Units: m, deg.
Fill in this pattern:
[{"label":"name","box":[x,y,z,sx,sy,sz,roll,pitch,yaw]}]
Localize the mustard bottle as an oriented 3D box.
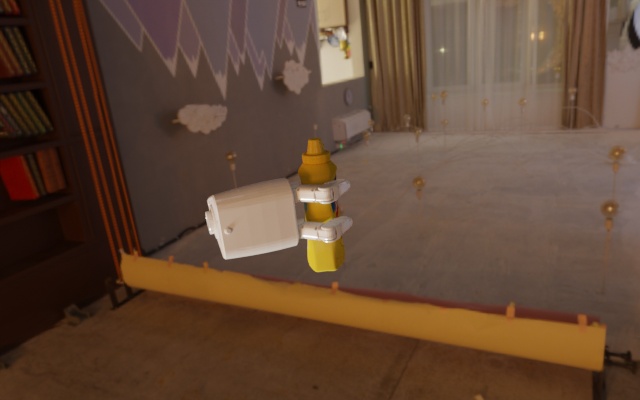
[{"label":"mustard bottle","box":[0.000,0.003,0.714,0.058,0.192,0.096,-4,18,6]}]
